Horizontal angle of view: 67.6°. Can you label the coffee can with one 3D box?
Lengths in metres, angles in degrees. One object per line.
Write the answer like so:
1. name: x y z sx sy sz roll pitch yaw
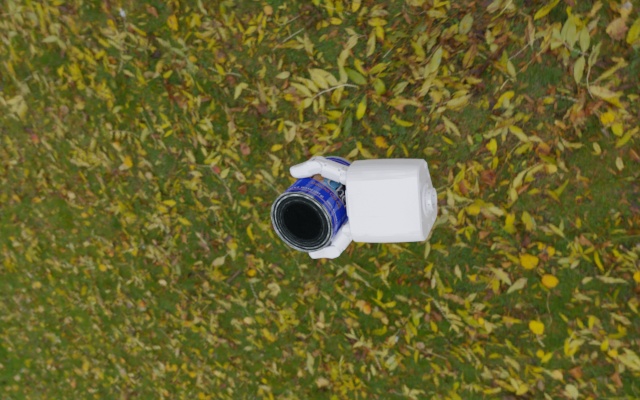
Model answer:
1. coffee can: 0.000 0.002 0.756 0.103 0.103 0.140 0 26 28
